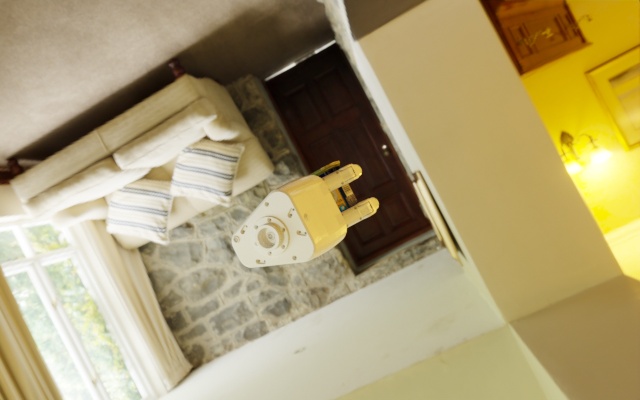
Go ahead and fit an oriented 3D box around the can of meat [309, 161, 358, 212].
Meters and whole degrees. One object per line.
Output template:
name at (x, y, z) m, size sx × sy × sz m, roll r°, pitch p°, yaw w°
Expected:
can of meat at (0.000, 0.003, 0.703) m, size 0.102 × 0.084 × 0.057 m, roll -28°, pitch -1°, yaw 20°
